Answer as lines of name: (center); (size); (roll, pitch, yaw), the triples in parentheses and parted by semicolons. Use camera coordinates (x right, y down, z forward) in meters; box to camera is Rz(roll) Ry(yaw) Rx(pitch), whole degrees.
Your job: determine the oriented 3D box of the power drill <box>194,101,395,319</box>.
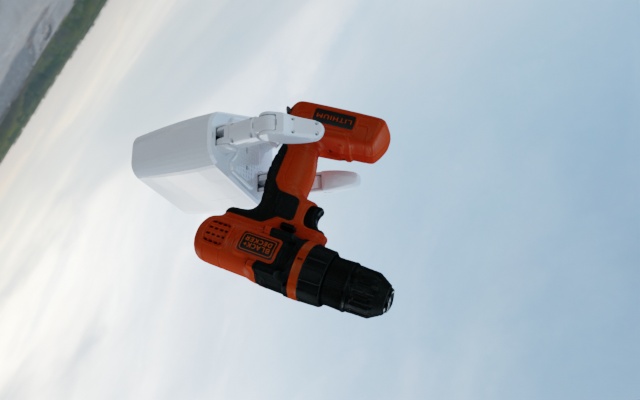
power drill: (0.000, 0.001, 0.440); (0.184, 0.187, 0.057); (17, -28, 17)
